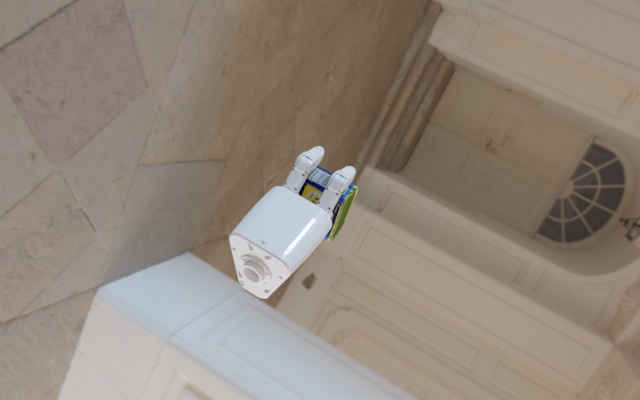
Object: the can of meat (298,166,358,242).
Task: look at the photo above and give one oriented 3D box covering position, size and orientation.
[{"bbox_3d":[0.000,0.003,0.711,0.084,0.102,0.057,30,43,12],"label":"can of meat"}]
